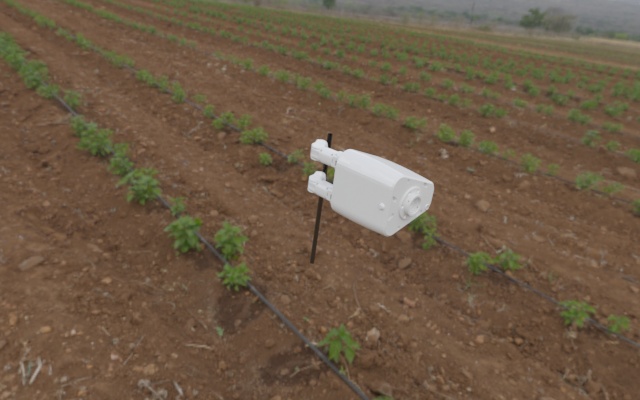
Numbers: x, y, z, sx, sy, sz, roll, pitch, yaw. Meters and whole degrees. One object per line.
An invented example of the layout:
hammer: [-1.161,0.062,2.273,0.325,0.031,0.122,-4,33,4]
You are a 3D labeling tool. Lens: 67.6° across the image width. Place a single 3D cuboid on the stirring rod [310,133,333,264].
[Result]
stirring rod: [0.000,0.003,0.816,0.011,0.240,0.011,7,23,-3]
